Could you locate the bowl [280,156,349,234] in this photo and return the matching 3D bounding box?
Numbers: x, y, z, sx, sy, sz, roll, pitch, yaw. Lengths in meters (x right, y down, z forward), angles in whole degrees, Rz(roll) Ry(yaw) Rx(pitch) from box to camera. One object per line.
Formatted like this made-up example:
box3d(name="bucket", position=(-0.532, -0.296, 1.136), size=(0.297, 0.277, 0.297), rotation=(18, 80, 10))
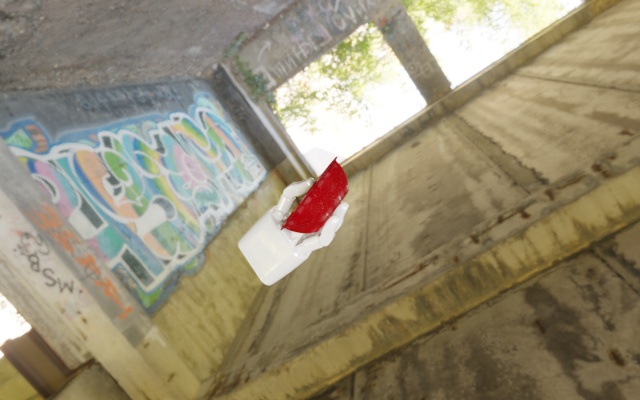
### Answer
box3d(name="bowl", position=(0.001, 0.002, 0.825), size=(0.055, 0.162, 0.162), rotation=(37, 0, 0))
